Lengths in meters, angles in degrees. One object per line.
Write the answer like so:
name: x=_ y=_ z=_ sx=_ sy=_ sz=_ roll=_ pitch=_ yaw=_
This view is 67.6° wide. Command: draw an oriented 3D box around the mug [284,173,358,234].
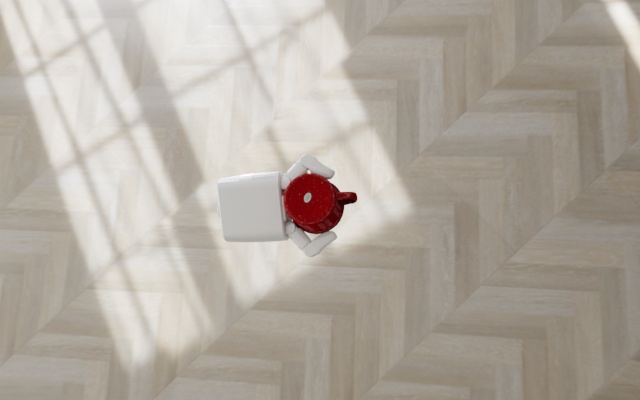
mug: x=0.002 y=0.002 z=0.754 sx=0.117 sy=0.093 sz=0.081 roll=-6 pitch=-10 yaw=7
